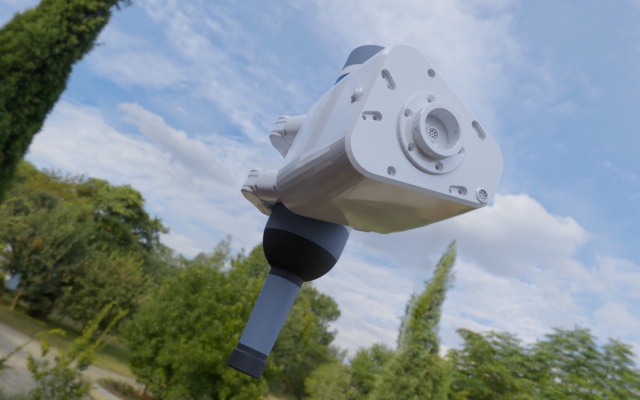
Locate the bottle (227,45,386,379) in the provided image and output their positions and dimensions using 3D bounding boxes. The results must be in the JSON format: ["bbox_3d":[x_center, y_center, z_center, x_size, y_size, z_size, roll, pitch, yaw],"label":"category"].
[{"bbox_3d":[0.000,0.001,0.403,0.069,0.295,0.069,21,-21,9],"label":"bottle"}]
